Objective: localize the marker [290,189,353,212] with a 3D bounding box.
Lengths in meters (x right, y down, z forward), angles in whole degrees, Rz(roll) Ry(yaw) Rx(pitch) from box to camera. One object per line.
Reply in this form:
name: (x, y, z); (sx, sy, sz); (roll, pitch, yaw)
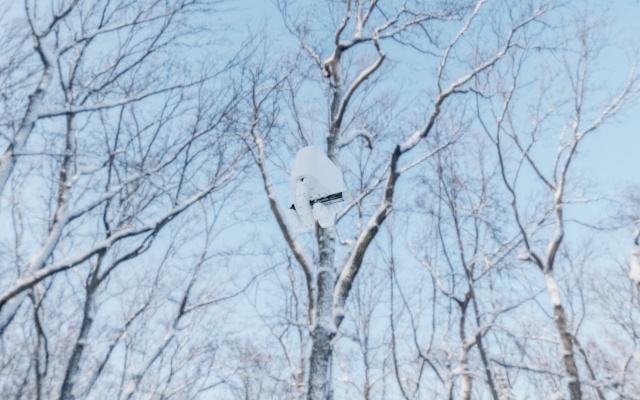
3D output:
marker: (0.000, 0.003, 0.871); (0.121, 0.020, 0.020); (-14, -4, 17)
